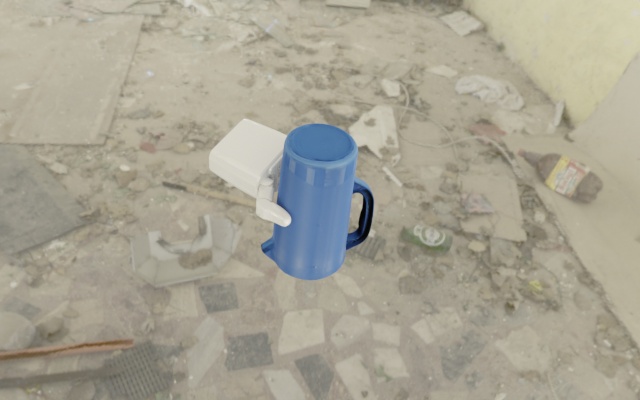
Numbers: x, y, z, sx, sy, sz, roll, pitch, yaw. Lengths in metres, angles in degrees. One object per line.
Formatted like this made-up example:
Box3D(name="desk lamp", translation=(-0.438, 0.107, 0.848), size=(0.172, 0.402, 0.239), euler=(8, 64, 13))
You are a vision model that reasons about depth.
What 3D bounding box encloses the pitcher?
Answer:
Box3D(name="pitcher", translation=(0.000, 0.002, 0.767), size=(0.145, 0.243, 0.149), euler=(28, 46, 20))
